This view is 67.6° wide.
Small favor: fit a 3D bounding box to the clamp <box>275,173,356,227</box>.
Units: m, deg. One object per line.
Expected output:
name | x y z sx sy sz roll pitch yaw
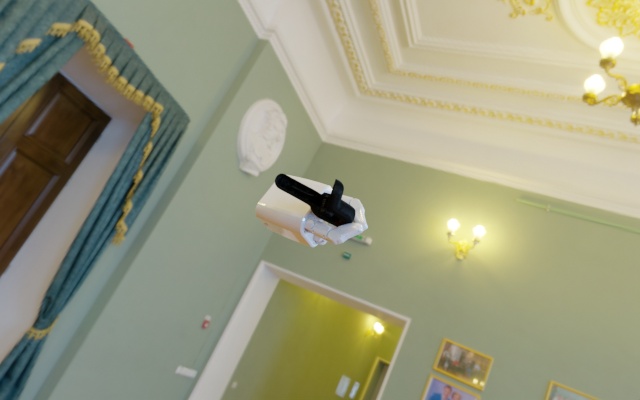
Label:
clamp | 0.001 0.002 0.793 0.120 0.039 0.171 17 -20 25
